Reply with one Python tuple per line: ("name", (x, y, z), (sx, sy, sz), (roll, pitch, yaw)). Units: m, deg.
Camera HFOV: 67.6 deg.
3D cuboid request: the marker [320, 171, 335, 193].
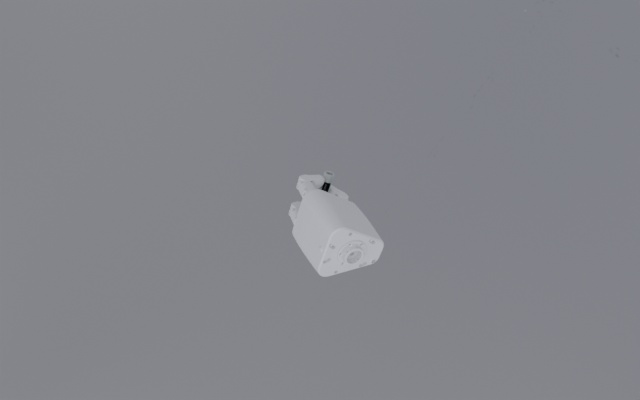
("marker", (0.000, 0.003, 0.870), (0.020, 0.121, 0.020), (14, 27, -7))
